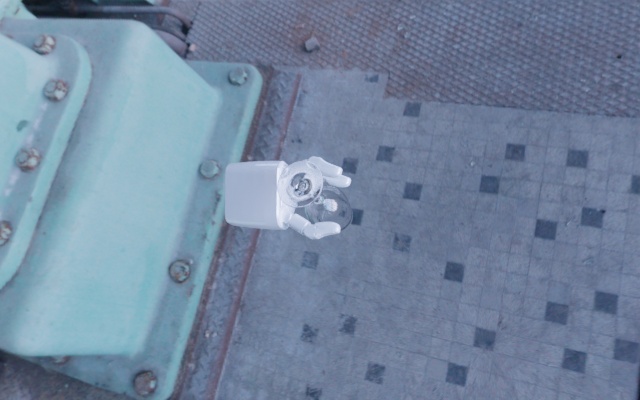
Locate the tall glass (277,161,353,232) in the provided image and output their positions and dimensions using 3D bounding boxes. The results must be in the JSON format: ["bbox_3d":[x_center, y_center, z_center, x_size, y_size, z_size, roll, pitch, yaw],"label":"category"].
[{"bbox_3d":[0.000,0.003,0.803,0.079,0.079,0.201,0,-16,19],"label":"tall glass"}]
